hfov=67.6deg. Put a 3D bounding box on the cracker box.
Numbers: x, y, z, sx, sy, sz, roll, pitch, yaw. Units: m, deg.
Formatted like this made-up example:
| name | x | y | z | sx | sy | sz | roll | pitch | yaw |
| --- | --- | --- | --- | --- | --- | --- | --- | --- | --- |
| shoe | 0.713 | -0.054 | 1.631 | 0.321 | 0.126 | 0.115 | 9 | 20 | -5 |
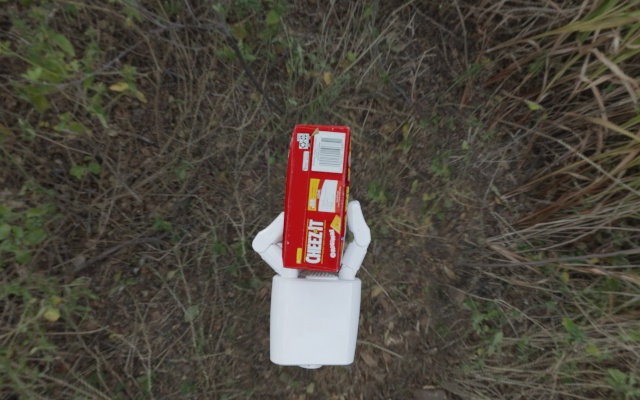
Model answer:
| name | x | y | z | sx | sy | sz | roll | pitch | yaw |
| --- | --- | --- | --- | --- | --- | --- | --- | --- | --- |
| cracker box | 0.000 | 0.002 | 0.630 | 0.072 | 0.164 | 0.214 | 4 | -3 | 3 |
